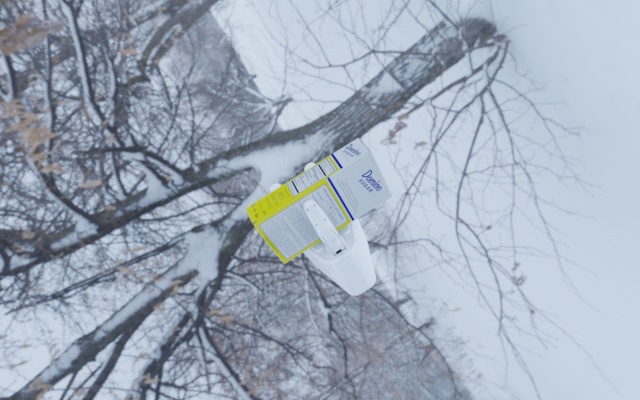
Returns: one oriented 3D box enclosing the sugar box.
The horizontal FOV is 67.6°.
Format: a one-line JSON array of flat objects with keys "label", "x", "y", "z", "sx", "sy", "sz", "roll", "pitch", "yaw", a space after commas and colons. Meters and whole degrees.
[{"label": "sugar box", "x": 0.000, "y": 0.002, "z": 0.637, "sx": 0.176, "sy": 0.093, "sz": 0.048, "roll": -33, "pitch": 42, "yaw": -1}]
